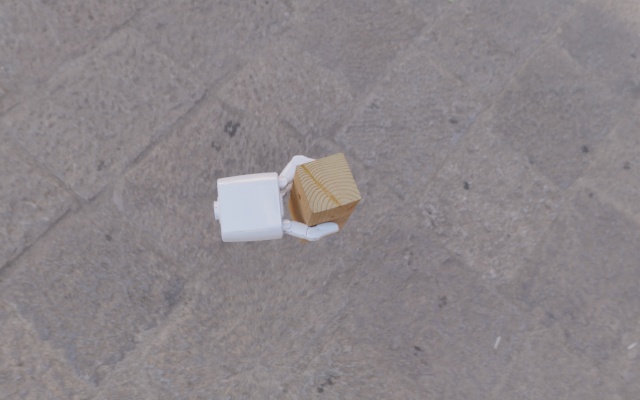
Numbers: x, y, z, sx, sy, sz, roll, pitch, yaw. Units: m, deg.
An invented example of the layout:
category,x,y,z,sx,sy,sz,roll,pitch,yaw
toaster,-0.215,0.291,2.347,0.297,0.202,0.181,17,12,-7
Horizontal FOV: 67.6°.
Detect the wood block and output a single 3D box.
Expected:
category,x,y,z,sx,sy,sz,roll,pitch,yaw
wood block,0.000,0.003,0.890,0.090,0.090,0.206,-17,-15,-13
